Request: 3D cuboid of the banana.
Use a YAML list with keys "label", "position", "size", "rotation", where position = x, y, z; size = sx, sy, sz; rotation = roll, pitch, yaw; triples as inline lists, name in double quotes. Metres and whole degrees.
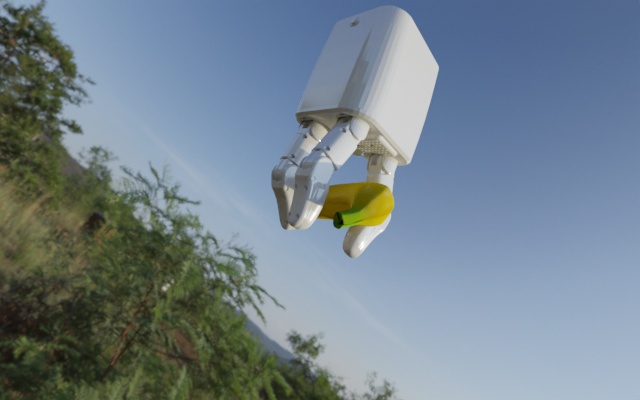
- label: "banana"
  position: [0.019, 0.002, 0.437]
  size: [0.069, 0.037, 0.198]
  rotation: [1, 0, -15]
